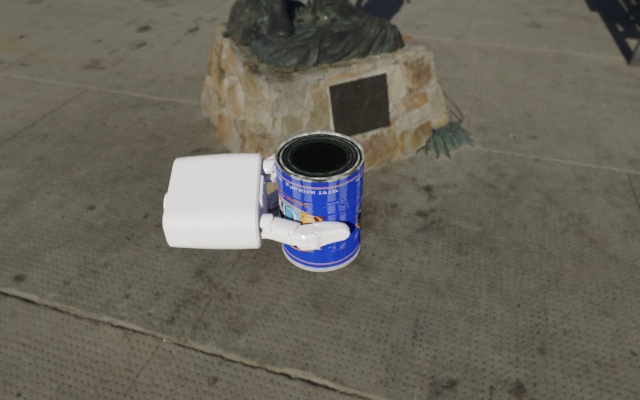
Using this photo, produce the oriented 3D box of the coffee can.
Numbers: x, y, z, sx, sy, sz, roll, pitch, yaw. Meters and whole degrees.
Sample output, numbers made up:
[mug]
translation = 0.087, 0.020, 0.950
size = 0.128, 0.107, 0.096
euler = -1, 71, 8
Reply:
[coffee can]
translation = 0.000, 0.002, 0.582
size = 0.103, 0.140, 0.102
euler = -1, 38, 1
